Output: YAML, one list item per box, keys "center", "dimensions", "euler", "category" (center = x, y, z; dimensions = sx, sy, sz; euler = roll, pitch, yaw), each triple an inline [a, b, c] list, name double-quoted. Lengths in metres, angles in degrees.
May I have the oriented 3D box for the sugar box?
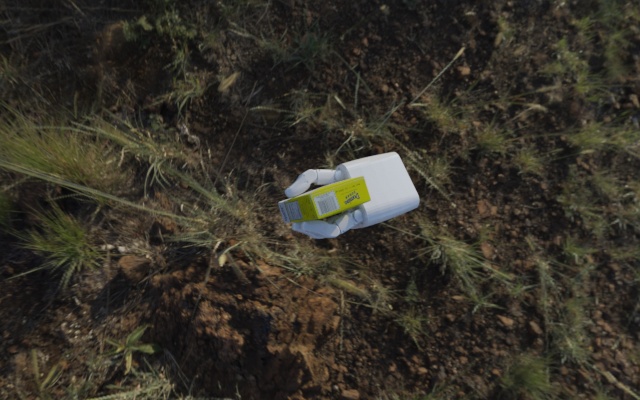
- center: [0.000, 0.003, 0.772]
  dimensions: [0.093, 0.048, 0.176]
  euler: [-18, -1, -20]
  category: "sugar box"
